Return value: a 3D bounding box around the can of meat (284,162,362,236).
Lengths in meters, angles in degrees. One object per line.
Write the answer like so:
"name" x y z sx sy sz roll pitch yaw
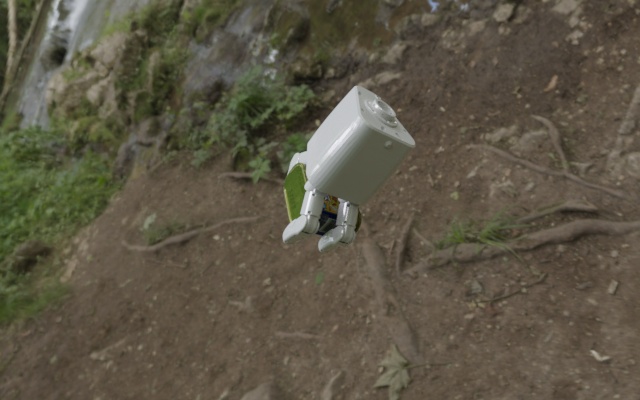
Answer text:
"can of meat" 0.000 0.002 0.664 0.084 0.102 0.057 18 -50 -34
